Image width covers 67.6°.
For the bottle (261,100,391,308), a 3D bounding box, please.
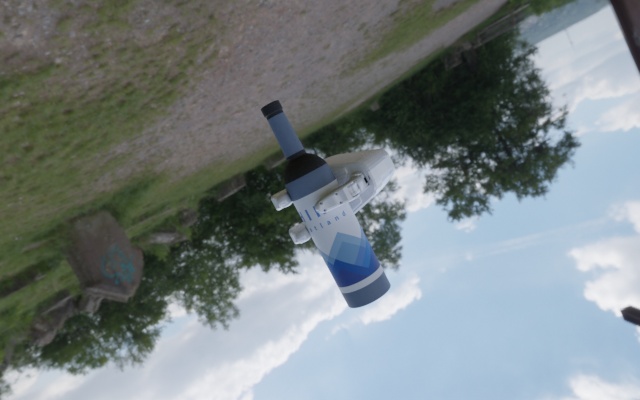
[{"bbox_3d":[0.000,0.002,0.649,0.069,0.296,0.069,-27,6,3],"label":"bottle"}]
